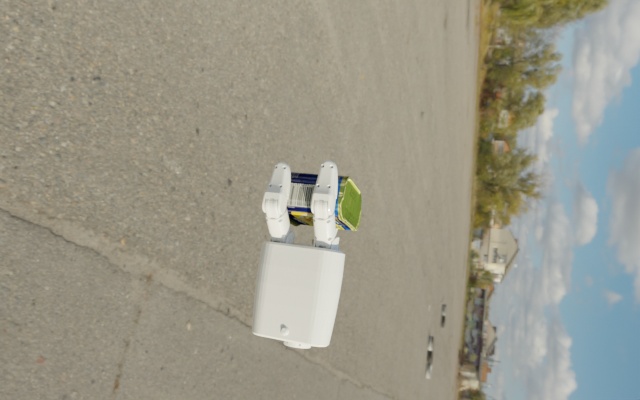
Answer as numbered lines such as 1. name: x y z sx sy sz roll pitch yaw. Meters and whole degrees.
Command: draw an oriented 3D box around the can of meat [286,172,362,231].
1. can of meat: 0.000 0.002 0.584 0.084 0.057 0.102 6 -12 18
